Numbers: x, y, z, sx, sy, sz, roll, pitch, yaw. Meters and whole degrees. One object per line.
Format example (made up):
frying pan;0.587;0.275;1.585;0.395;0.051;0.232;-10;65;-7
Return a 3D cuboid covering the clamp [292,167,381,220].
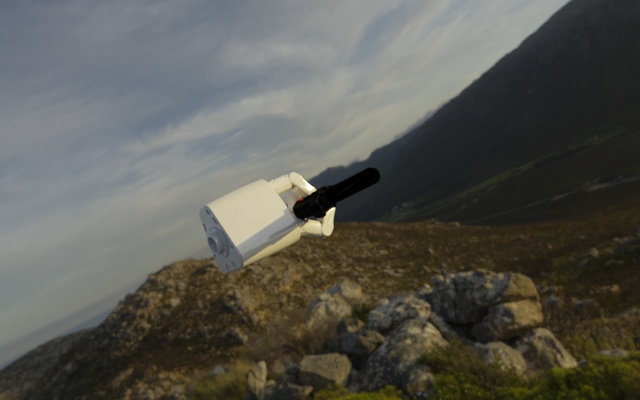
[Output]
clamp;0.000;0.002;0.707;0.120;0.039;0.171;-26;0;-36
